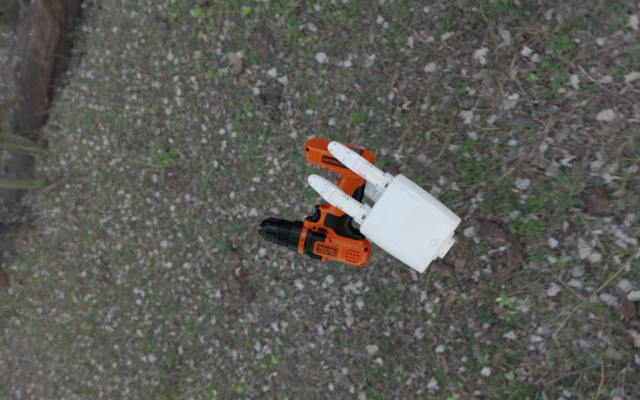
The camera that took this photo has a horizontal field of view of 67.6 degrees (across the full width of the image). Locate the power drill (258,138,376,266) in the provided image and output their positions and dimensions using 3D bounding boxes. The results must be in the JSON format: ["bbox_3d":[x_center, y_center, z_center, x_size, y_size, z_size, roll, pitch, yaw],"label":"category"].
[{"bbox_3d":[0.000,0.002,0.739,0.184,0.188,0.057,13,25,6],"label":"power drill"}]
